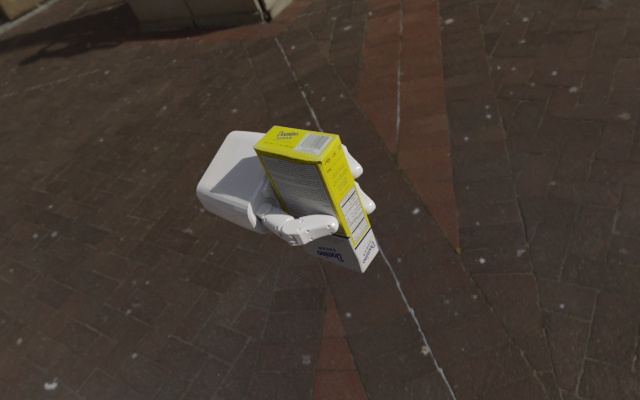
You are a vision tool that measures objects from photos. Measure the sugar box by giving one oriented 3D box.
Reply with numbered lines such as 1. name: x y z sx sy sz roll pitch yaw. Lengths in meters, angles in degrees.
1. sugar box: 0.000 0.001 0.542 0.093 0.048 0.176 15 -35 37
